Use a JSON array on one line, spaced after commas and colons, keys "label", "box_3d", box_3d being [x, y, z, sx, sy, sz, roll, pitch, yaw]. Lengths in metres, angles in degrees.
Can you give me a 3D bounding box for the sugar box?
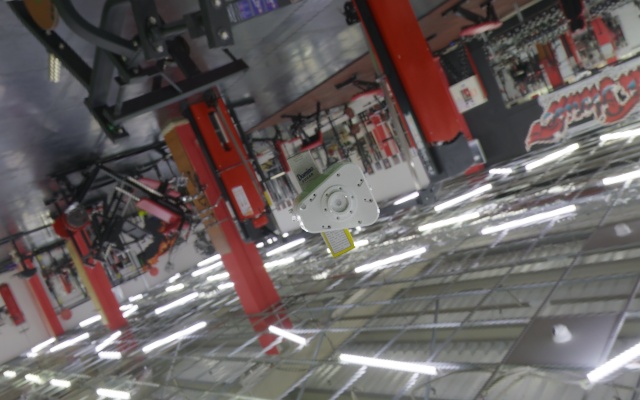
[{"label": "sugar box", "box_3d": [0.001, 0.002, 0.798, 0.048, 0.176, 0.093, -24, 4, -1]}]
